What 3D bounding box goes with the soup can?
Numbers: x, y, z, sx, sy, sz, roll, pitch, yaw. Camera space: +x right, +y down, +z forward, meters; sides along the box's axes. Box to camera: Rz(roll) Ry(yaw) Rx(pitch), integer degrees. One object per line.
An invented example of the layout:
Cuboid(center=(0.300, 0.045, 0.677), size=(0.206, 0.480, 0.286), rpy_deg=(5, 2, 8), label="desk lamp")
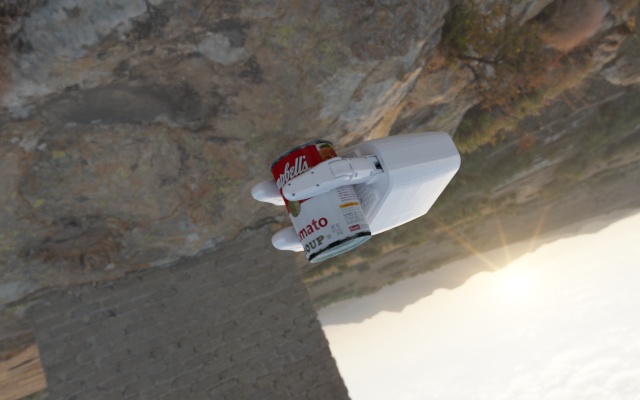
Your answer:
Cuboid(center=(0.000, 0.002, 0.467), size=(0.068, 0.102, 0.068), rpy_deg=(-22, -14, -6), label="soup can")
